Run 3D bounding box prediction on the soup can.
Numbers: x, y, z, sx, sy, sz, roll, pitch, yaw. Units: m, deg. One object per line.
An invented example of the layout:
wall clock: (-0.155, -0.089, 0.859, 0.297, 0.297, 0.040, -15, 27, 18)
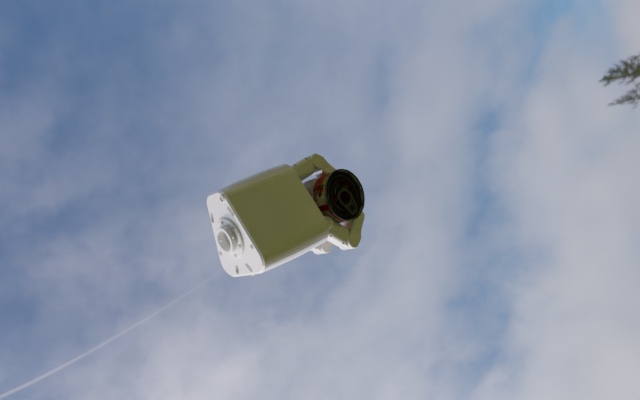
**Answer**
soup can: (0.000, 0.002, 0.644, 0.068, 0.068, 0.102, 0, -11, -41)
